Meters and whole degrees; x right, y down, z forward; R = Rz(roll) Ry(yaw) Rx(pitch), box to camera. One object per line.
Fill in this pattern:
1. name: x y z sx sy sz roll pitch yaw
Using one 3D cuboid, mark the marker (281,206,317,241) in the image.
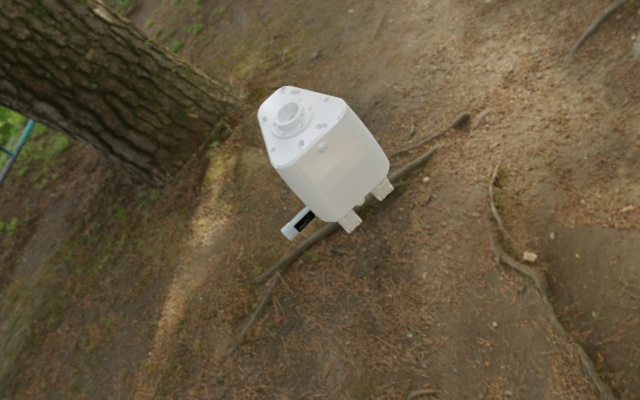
1. marker: 0.000 0.002 0.595 0.121 0.020 0.020 -44 0 0
